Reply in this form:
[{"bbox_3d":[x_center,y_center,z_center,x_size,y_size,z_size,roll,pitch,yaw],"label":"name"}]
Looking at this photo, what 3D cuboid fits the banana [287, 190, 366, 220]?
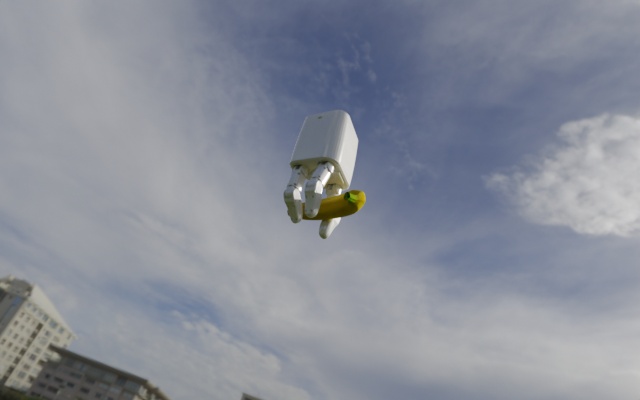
[{"bbox_3d":[0.018,0.007,0.806,0.069,0.037,0.198,18,-20,-28],"label":"banana"}]
